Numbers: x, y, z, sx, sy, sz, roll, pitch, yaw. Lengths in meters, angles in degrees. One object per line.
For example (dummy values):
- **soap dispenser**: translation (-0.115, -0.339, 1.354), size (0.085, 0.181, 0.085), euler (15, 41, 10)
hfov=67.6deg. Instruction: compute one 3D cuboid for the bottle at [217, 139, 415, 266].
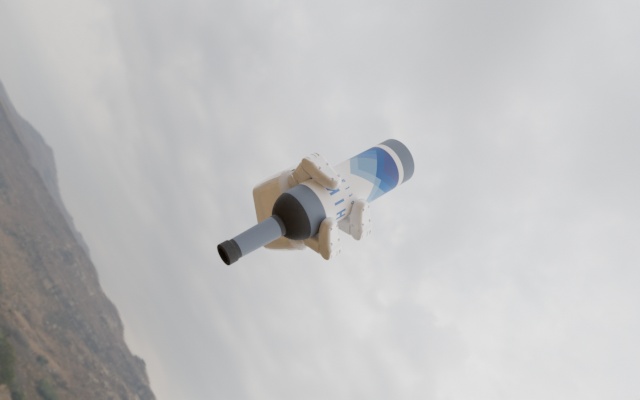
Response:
- **bottle**: translation (0.000, 0.002, 0.618), size (0.295, 0.069, 0.069), euler (-29, 15, -31)
